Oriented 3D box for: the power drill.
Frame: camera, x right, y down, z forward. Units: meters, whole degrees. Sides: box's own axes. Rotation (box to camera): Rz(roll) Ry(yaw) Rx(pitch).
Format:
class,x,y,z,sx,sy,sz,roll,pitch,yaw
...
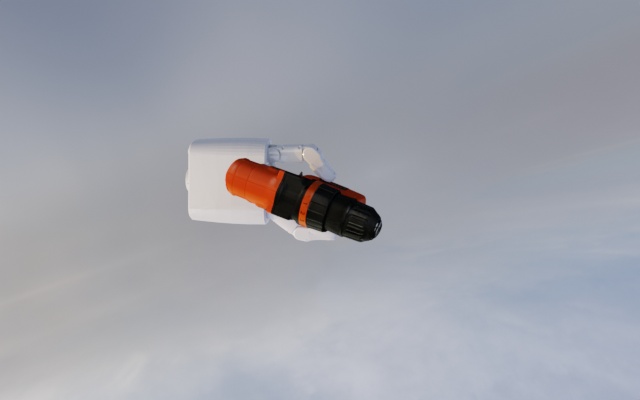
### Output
class,x,y,z,sx,sy,sz,roll,pitch,yaw
power drill,0.000,0.002,0.584,0.184,0.057,0.187,22,3,17
